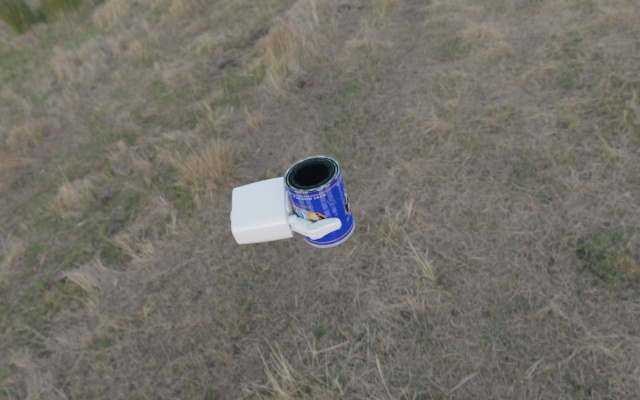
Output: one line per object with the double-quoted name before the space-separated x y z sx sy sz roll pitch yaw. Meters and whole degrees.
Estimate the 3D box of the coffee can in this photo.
"coffee can" 0.000 0.003 0.882 0.103 0.140 0.102 -10 40 9
